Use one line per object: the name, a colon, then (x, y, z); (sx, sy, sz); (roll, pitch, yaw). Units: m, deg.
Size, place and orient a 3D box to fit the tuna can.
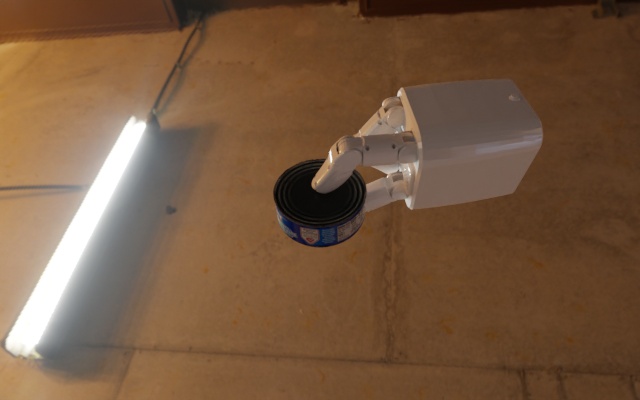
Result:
tuna can: (0.000, 0.002, 0.449); (0.086, 0.086, 0.034); (0, -43, 3)
